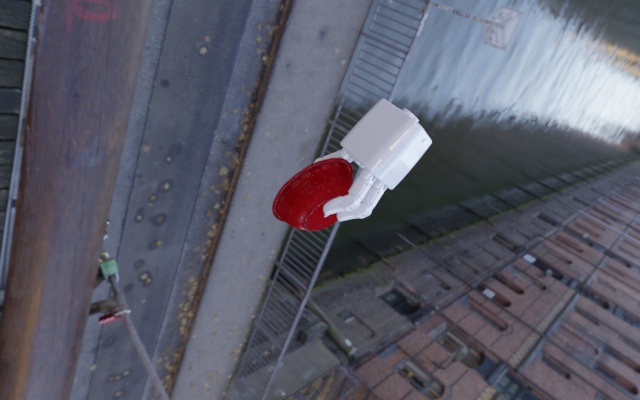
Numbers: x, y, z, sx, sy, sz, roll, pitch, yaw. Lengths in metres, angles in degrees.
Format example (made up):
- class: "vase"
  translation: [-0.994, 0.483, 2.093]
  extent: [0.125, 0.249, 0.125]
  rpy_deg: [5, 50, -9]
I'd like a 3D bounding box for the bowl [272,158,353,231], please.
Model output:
- class: "bowl"
  translation: [0.000, 0.004, 0.822]
  extent: [0.162, 0.055, 0.162]
  rpy_deg: [-26, -28, -15]
